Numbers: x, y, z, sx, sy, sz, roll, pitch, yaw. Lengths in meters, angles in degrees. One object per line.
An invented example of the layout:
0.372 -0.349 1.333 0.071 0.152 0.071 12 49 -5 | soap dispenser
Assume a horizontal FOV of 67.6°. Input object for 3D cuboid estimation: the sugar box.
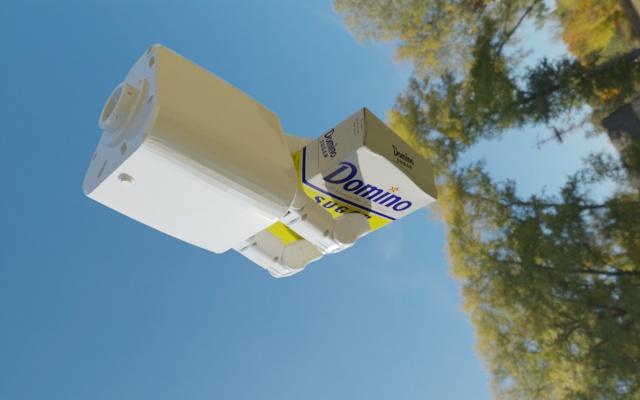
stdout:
0.000 0.002 0.412 0.176 0.048 0.093 -28 -45 36 | sugar box
